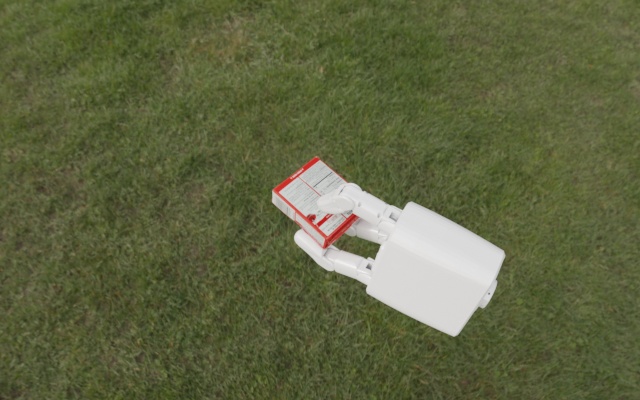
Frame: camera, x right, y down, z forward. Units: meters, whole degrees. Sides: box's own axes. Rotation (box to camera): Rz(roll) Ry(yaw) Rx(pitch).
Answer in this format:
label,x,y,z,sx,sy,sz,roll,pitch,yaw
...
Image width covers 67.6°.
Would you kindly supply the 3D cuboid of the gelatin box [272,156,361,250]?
label,x,y,z,sx,sy,sz,roll,pitch,yaw
gelatin box,0.000,0.001,0.550,0.073,0.089,0.030,-40,-19,-27
